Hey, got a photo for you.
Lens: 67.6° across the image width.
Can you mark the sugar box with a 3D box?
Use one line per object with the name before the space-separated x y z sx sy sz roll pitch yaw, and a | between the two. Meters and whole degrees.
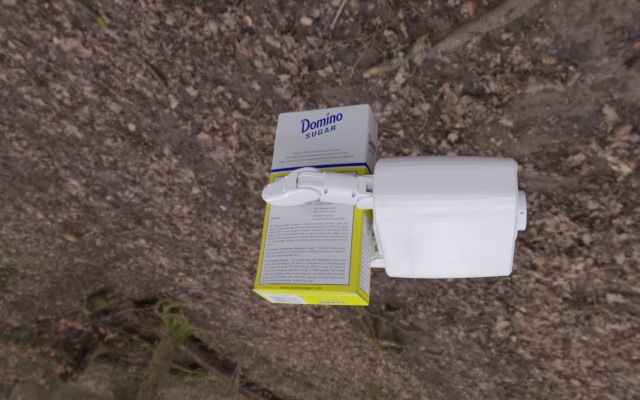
sugar box | 0.000 0.002 0.429 0.093 0.176 0.048 -2 -27 19
